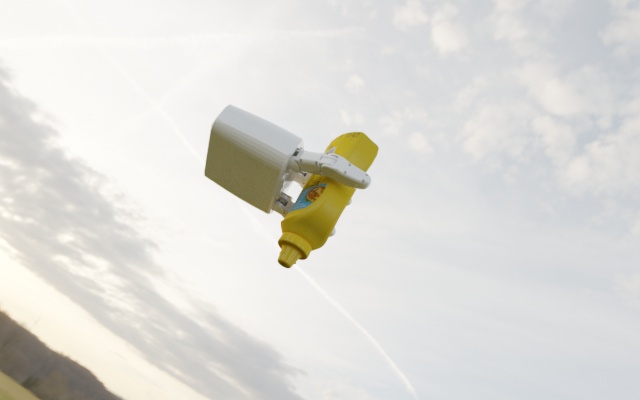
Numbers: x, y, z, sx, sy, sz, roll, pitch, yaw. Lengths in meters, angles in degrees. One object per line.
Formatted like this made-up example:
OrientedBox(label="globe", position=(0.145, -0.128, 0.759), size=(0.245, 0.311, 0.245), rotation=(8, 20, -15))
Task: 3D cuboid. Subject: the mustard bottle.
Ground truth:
OrientedBox(label="mustard bottle", position=(0.000, 0.002, 0.598), size=(0.058, 0.191, 0.096), rotation=(41, -30, -17))
